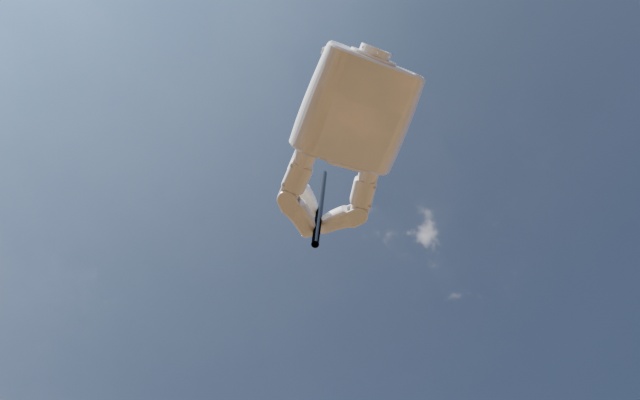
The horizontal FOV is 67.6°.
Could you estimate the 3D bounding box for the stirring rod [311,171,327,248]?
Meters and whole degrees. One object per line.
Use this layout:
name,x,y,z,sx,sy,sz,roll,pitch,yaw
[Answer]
stirring rod,0.000,0.002,0.587,0.011,0.011,0.239,0,20,3
